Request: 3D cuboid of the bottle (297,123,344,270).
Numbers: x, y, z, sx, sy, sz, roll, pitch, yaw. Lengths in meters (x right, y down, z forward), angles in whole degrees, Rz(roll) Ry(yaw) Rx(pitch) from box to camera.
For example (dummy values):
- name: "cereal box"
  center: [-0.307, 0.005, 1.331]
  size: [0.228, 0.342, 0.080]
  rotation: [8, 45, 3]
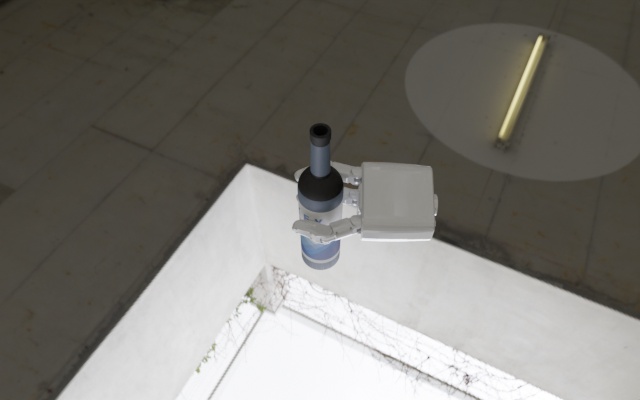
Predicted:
- name: "bottle"
  center: [0.000, 0.002, 0.711]
  size: [0.069, 0.069, 0.296]
  rotation: [0, -38, 0]
